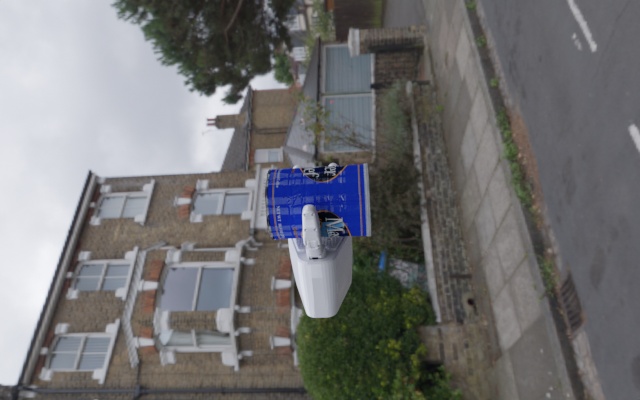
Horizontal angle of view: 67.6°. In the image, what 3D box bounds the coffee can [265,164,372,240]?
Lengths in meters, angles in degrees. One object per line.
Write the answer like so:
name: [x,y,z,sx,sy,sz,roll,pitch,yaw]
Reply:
coffee can: [0.000,0.002,0.678,0.140,0.103,0.103,-3,0,5]
